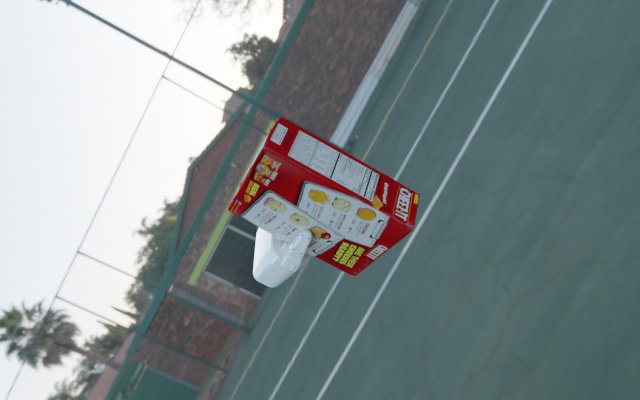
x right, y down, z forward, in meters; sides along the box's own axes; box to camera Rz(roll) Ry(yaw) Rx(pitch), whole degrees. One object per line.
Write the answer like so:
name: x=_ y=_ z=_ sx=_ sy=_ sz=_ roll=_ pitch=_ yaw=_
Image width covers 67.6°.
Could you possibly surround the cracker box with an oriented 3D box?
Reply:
cracker box: x=0.000 y=0.002 z=0.652 sx=0.214 sy=0.072 sz=0.164 roll=28 pitch=-38 yaw=-10
